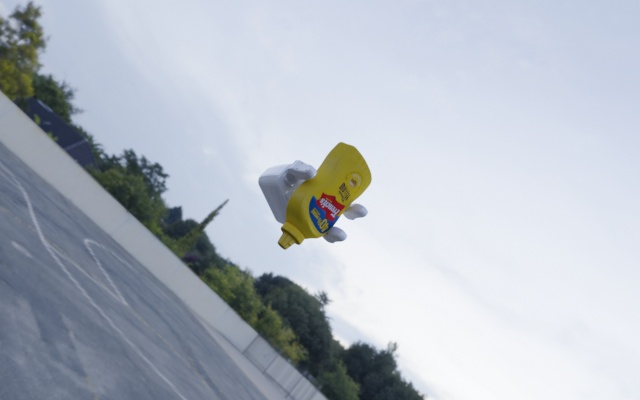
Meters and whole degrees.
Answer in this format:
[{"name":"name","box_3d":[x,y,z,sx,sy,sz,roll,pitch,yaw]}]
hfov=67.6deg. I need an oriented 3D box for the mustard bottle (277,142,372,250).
[{"name":"mustard bottle","box_3d":[0.000,0.002,0.762,0.058,0.191,0.096,27,-23,41]}]
